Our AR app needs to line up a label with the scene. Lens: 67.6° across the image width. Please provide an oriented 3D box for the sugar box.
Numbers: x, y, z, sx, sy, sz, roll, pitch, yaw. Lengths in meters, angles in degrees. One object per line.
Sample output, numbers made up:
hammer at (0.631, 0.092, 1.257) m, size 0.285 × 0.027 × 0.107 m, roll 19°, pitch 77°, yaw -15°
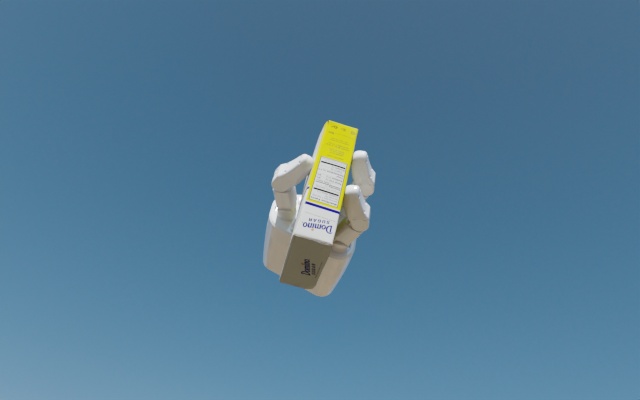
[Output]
sugar box at (0.001, 0.002, 0.535) m, size 0.048 × 0.176 × 0.093 m, roll 15°, pitch -40°, yaw -4°
